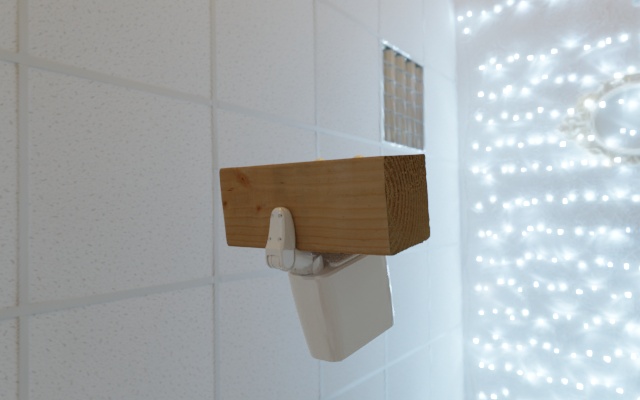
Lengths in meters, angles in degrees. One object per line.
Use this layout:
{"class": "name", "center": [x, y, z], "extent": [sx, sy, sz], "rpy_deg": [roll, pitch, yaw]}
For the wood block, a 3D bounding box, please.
{"class": "wood block", "center": [0.000, 0.002, 0.506], "extent": [0.206, 0.090, 0.091], "rpy_deg": [-1, 6, 35]}
